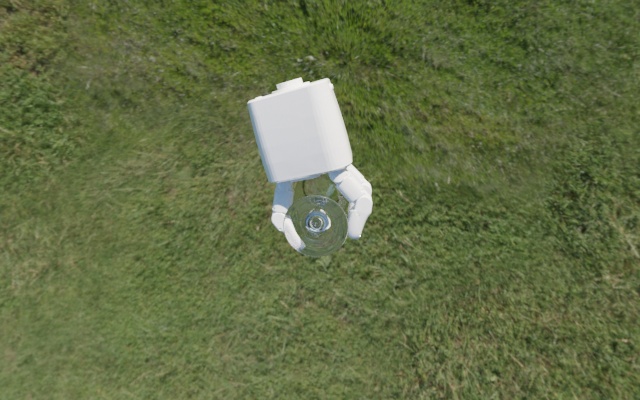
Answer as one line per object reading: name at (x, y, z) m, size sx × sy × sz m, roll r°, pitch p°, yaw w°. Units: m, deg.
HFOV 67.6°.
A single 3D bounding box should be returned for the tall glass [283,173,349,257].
tall glass at (0.000, 0.002, 0.635) m, size 0.079 × 0.079 × 0.201 m, roll 0°, pitch 16°, yaw 3°
